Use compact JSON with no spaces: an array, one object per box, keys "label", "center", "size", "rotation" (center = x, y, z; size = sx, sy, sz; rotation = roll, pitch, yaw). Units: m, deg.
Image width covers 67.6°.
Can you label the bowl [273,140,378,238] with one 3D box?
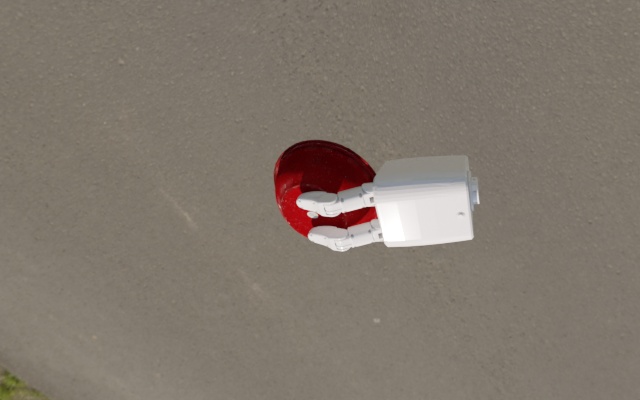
[{"label":"bowl","center":[-0.001,0.003,0.638],"size":[0.162,0.162,0.055],"rotation":[0,35,26]}]
